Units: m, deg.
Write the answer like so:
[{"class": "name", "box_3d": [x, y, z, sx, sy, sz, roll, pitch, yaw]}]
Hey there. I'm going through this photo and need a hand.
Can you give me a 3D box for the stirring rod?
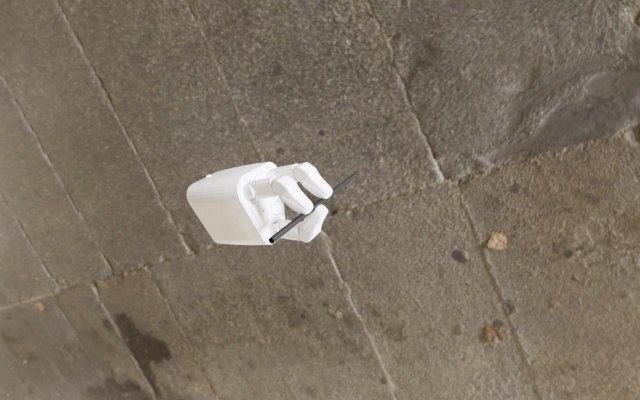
[{"class": "stirring rod", "box_3d": [0.000, 0.002, 0.647, 0.011, 0.011, 0.239, 0, 22, 31]}]
